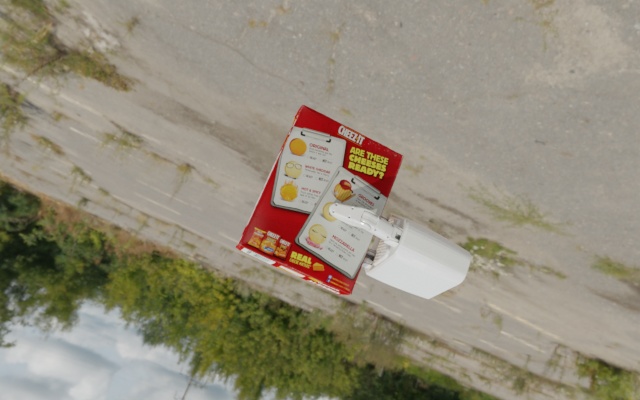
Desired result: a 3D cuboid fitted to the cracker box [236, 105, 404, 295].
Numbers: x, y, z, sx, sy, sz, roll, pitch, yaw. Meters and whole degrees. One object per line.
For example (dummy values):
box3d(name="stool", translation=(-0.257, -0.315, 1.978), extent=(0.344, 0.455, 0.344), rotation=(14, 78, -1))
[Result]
box3d(name="cracker box", translation=(0.000, 0.002, 0.667), extent=(0.164, 0.213, 0.072), rotation=(26, -16, -11))
